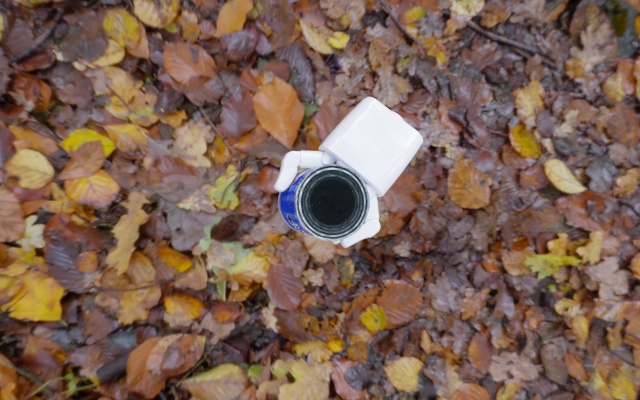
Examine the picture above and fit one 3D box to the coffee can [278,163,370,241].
[{"bbox_3d":[0.000,0.002,0.691,0.103,0.103,0.140,0,0,-14],"label":"coffee can"}]
